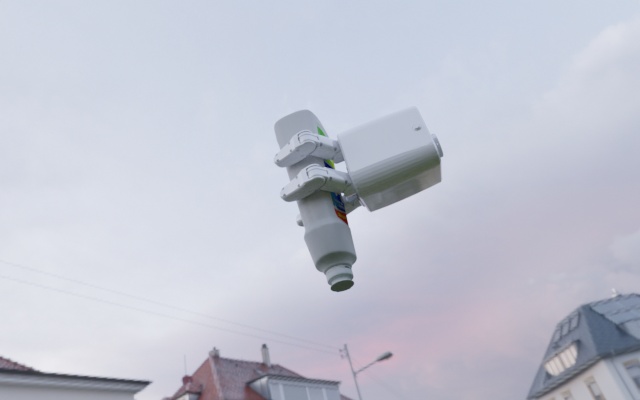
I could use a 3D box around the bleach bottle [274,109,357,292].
[{"bbox_3d":[0.000,0.002,0.615,0.068,0.250,0.103,-22,-35,9],"label":"bleach bottle"}]
